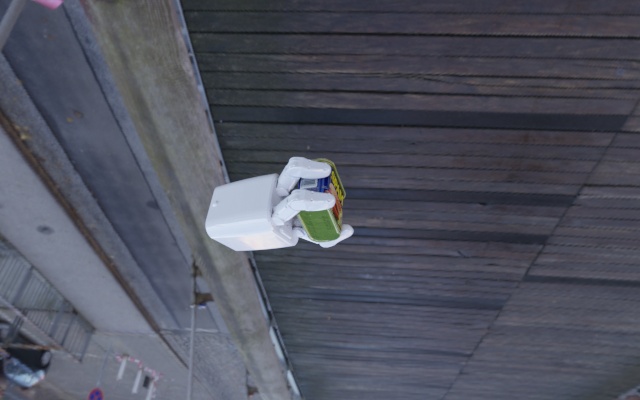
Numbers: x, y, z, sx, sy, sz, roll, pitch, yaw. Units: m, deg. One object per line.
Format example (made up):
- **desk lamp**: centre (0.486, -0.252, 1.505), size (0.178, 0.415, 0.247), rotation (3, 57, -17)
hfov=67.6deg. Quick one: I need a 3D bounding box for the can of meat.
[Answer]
- **can of meat**: centre (0.000, 0.003, 0.718), size (0.057, 0.084, 0.102), rotation (-6, -39, 15)
